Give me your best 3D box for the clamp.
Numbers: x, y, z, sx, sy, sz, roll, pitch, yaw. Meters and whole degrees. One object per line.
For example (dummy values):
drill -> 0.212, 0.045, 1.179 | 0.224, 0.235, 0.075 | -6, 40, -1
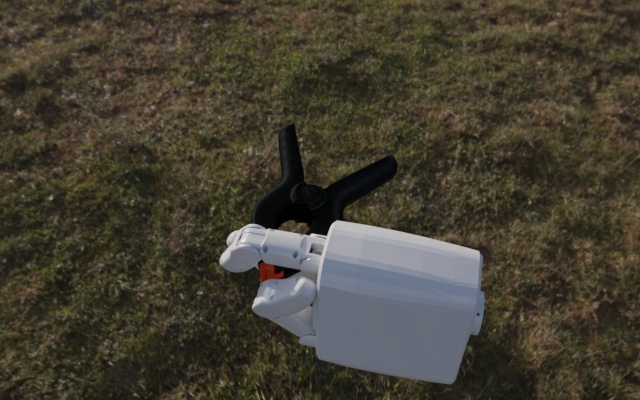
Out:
clamp -> 0.000, 0.001, 0.423 | 0.120, 0.171, 0.039 | 9, -36, 11
